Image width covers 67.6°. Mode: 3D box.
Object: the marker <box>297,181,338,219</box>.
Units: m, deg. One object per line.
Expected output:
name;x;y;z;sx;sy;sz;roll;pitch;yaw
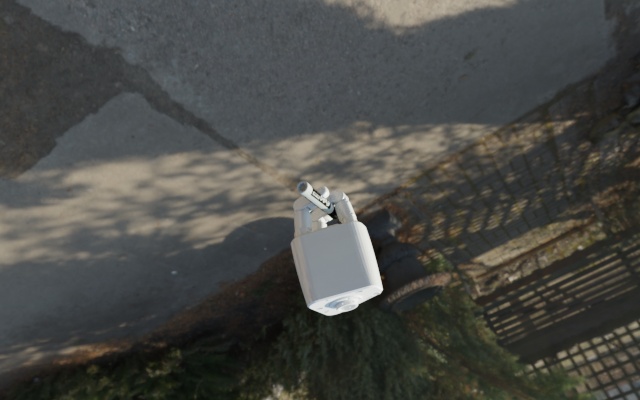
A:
marker;0.000;0.002;0.721;0.020;0.020;0.121;0;-21;27
